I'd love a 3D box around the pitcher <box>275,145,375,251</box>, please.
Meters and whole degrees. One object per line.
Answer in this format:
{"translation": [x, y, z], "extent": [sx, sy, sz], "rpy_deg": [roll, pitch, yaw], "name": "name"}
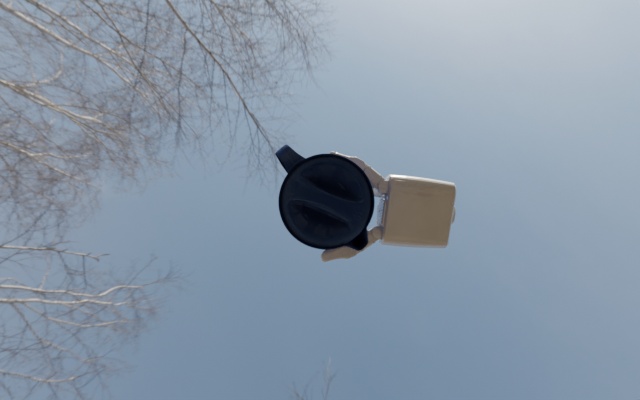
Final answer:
{"translation": [0.000, 0.003, 0.771], "extent": [0.145, 0.149, 0.243], "rpy_deg": [4, -5, -1], "name": "pitcher"}
